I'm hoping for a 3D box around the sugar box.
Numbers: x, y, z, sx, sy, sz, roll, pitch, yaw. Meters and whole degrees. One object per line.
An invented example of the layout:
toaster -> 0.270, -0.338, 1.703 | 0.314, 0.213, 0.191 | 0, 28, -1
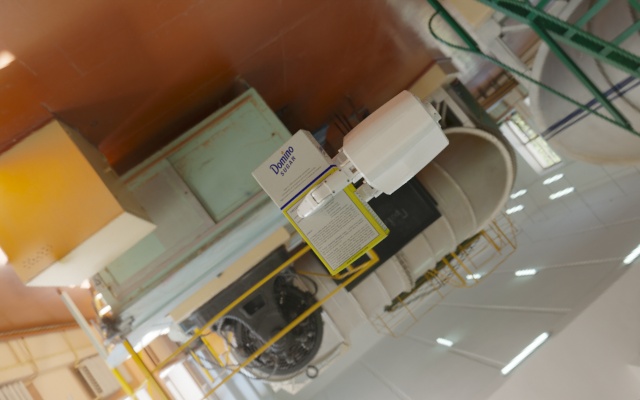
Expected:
sugar box -> 0.000, 0.002, 0.632 | 0.093, 0.176, 0.048 | -39, -7, 13
